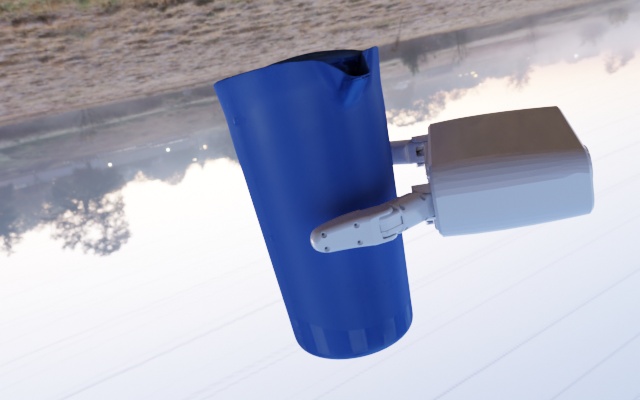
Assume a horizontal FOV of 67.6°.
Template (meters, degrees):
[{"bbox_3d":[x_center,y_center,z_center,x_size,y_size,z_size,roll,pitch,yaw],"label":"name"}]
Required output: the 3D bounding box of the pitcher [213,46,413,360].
[{"bbox_3d":[0.000,0.001,0.413,0.145,0.243,0.149,-9,13,14],"label":"pitcher"}]
